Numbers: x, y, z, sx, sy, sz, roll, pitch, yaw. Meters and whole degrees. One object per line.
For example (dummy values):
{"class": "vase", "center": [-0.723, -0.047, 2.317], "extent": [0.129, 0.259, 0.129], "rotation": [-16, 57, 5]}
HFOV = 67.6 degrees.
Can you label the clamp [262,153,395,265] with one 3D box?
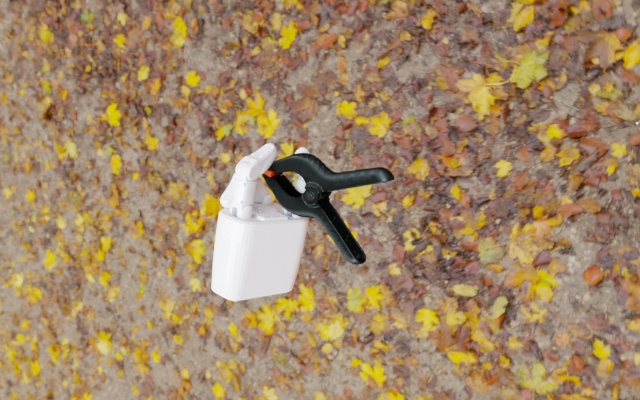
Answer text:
{"class": "clamp", "center": [0.000, 0.002, 0.573], "extent": [0.171, 0.120, 0.039], "rotation": [18, 14, 30]}
